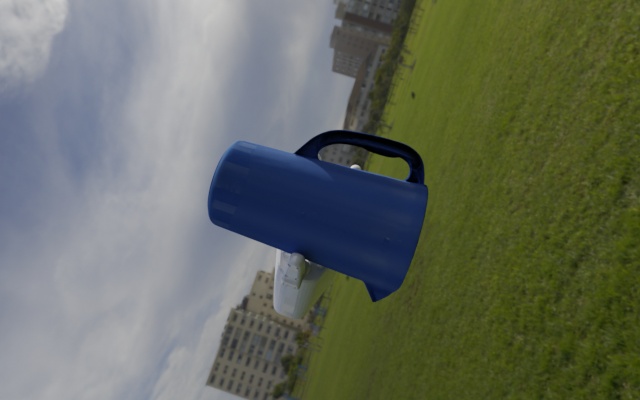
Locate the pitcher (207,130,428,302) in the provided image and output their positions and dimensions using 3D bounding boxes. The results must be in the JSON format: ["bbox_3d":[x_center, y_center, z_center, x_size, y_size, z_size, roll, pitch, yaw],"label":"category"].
[{"bbox_3d":[0.000,0.002,0.571,0.243,0.149,0.145,18,-43,4],"label":"pitcher"}]
